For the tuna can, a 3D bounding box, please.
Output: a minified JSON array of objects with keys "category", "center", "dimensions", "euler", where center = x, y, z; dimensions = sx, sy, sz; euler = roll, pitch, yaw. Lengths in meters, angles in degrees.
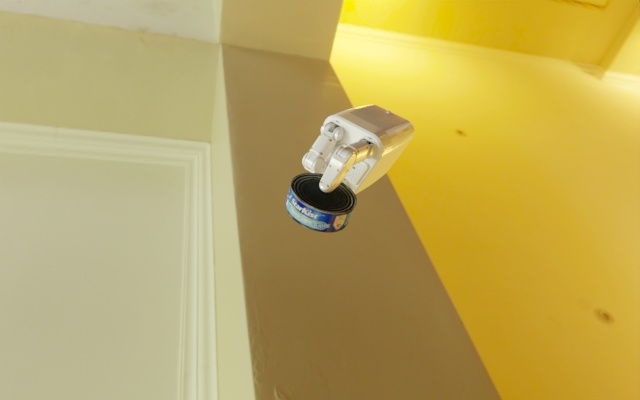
[{"category":"tuna can","center":[0.000,0.002,0.601],"dimensions":[0.086,0.034,0.086],"euler":[14,32,-9]}]
